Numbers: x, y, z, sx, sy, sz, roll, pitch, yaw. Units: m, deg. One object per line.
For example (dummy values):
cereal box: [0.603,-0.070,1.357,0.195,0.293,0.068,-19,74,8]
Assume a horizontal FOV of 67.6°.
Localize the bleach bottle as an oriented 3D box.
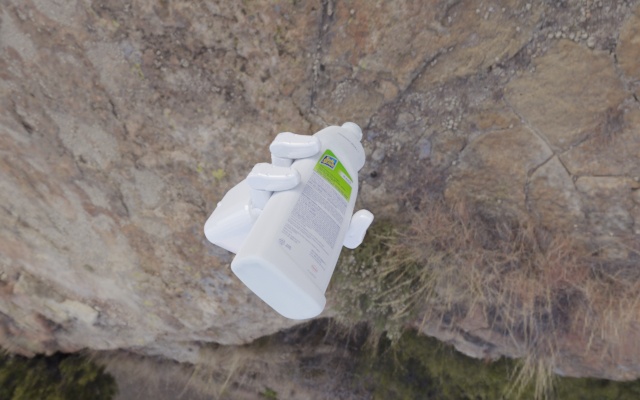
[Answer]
bleach bottle: [0.000,0.002,0.544,0.102,0.250,0.068,45,-42,-20]
